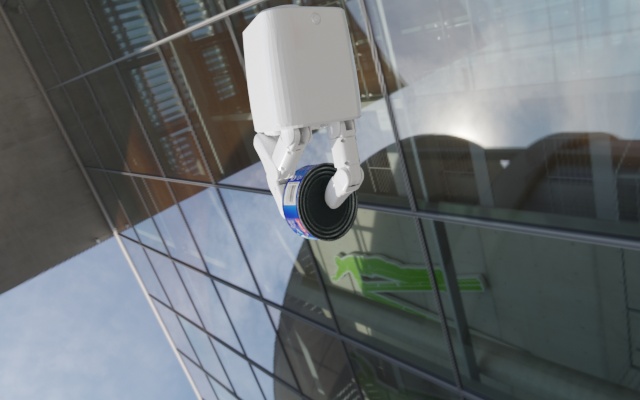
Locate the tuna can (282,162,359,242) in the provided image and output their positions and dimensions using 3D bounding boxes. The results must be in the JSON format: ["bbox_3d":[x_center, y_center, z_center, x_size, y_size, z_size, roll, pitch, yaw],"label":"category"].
[{"bbox_3d":[0.000,0.002,0.531,0.086,0.086,0.034,0,0,-39],"label":"tuna can"}]
